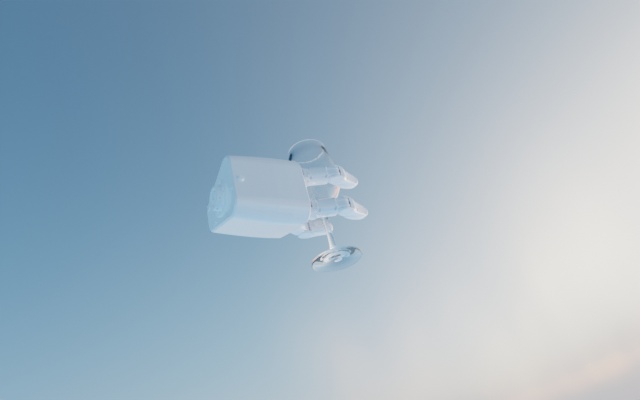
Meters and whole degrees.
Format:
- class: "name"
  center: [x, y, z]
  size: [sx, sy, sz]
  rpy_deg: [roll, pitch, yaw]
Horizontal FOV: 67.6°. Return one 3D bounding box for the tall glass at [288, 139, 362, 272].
- class: "tall glass"
  center: [0.000, 0.003, 0.724]
  size: [0.079, 0.201, 0.079]
  rpy_deg: [-11, -32, -7]
